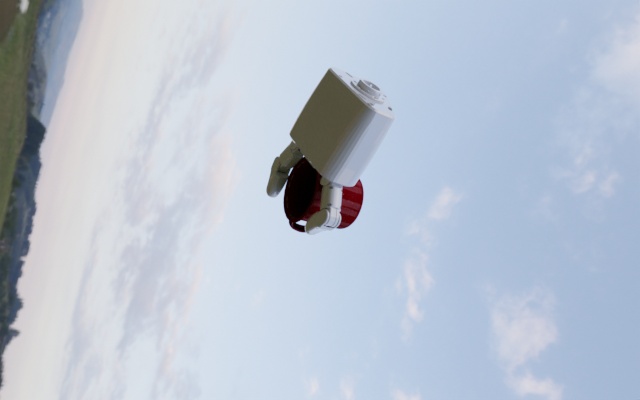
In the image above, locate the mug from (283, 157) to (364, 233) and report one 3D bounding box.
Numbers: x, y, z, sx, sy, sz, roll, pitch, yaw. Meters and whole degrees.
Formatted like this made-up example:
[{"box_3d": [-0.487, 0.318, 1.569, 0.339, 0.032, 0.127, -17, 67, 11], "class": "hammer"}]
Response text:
[{"box_3d": [0.000, 0.003, 0.667, 0.081, 0.117, 0.093, 15, 32, -30], "class": "mug"}]
